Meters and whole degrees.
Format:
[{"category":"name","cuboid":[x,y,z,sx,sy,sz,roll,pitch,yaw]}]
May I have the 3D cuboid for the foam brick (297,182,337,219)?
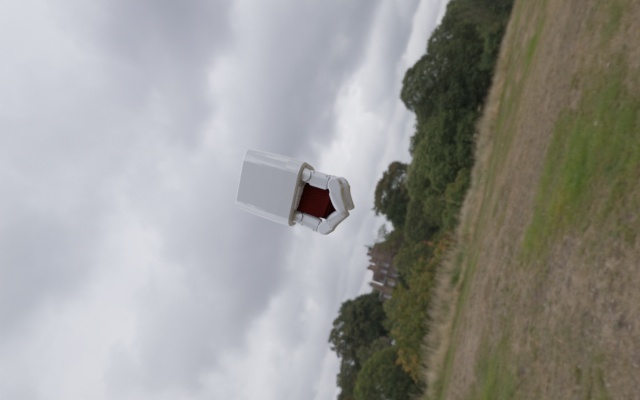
[{"category":"foam brick","cuboid":[0.000,0.003,0.831,0.051,0.053,0.078,17,-2,14]}]
